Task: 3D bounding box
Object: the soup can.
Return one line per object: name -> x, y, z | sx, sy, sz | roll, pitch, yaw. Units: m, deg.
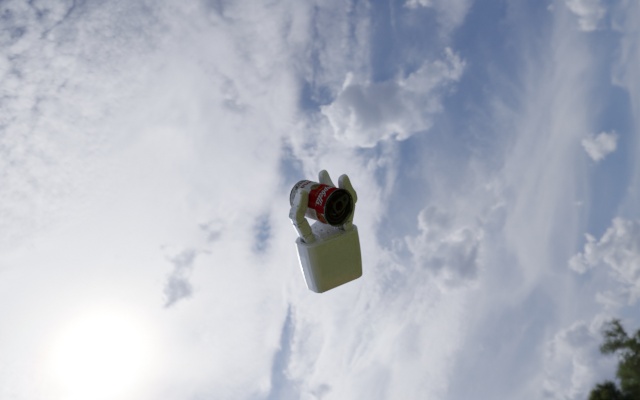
soup can -> 0.000, 0.002, 0.861 | 0.068, 0.068, 0.102 | 0, 11, -41
